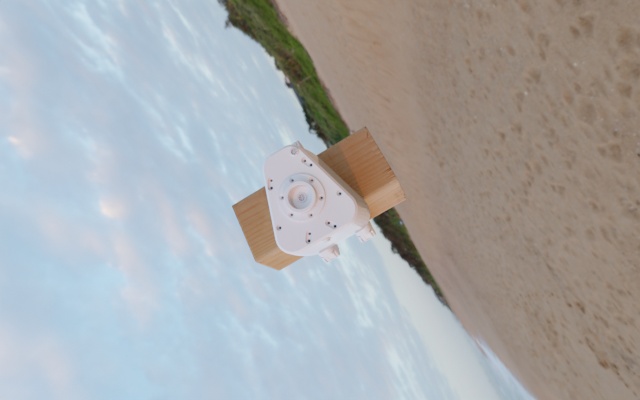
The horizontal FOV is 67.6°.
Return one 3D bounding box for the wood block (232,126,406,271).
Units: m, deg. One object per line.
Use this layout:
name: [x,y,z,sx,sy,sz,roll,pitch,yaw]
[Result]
wood block: [0.000,0.002,0.647,0.206,0.090,0.090,-30,-21,7]
